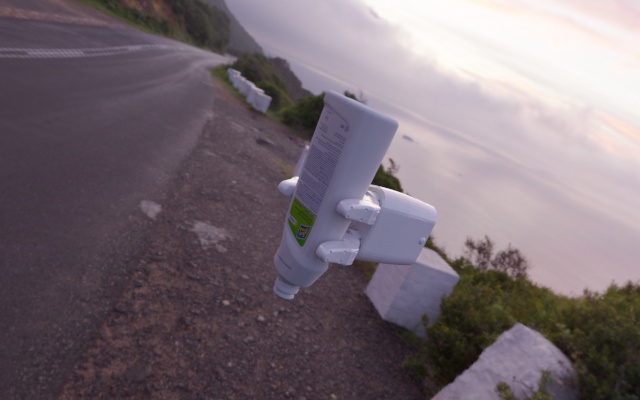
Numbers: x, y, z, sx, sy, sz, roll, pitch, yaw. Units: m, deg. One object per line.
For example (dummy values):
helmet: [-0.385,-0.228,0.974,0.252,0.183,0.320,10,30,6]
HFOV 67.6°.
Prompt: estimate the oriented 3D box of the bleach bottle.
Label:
bleach bottle: [0.000,0.002,0.578,0.068,0.251,0.102,15,17,-33]
